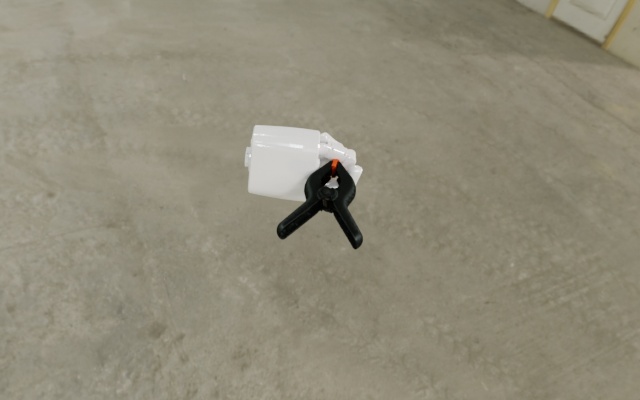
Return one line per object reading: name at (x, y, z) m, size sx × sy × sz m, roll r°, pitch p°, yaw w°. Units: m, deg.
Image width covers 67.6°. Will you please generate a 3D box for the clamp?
clamp at (0.000, 0.002, 0.709) m, size 0.120 × 0.039 × 0.171 m, roll 5°, pitch 42°, yaw -3°
